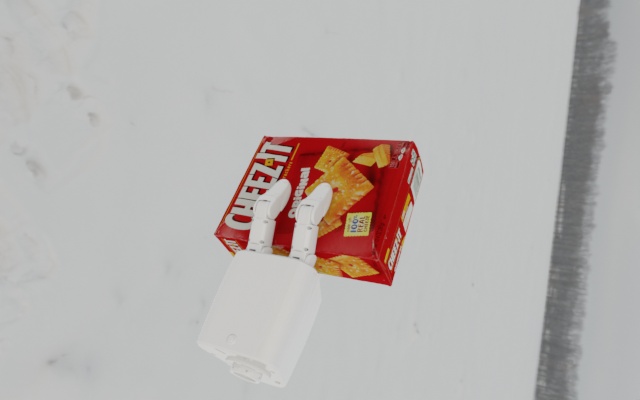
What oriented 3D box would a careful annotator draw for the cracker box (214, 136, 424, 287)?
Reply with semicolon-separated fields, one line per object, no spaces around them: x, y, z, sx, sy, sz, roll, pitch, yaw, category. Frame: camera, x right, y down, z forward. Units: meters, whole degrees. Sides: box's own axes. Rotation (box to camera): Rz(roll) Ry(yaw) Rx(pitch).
0.000;0.002;0.581;0.213;0.164;0.072;6;-33;27;cracker box
